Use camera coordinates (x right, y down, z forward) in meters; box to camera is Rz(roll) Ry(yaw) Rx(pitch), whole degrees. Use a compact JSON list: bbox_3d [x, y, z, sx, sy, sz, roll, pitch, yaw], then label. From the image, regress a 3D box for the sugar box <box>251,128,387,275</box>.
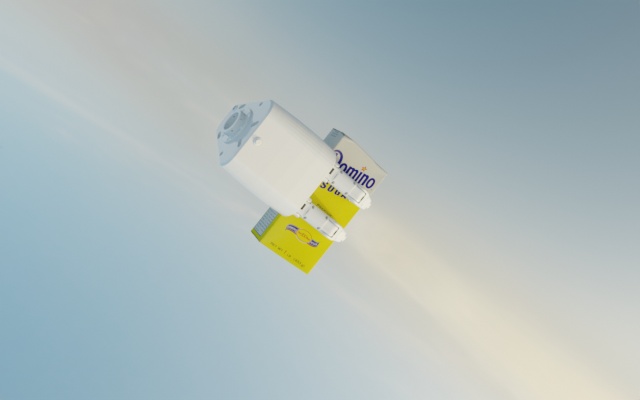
[{"bbox_3d":[0.000,0.002,0.635,0.093,0.176,0.048,38,1,-30],"label":"sugar box"}]
